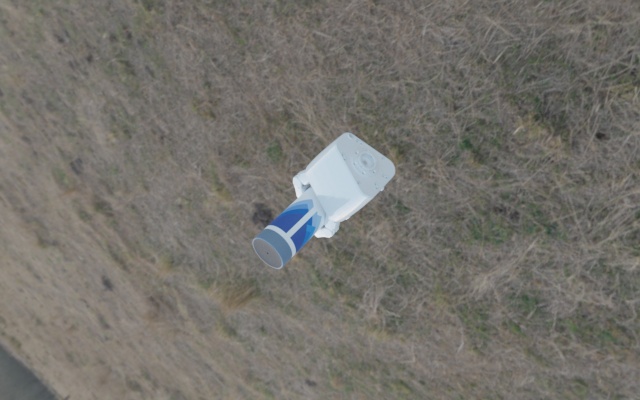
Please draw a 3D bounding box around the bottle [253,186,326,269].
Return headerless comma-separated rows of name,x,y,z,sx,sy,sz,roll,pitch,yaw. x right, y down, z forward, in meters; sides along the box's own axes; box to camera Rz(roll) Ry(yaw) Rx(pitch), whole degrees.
bottle,0.000,0.003,0.867,0.069,0.069,0.295,0,35,47
